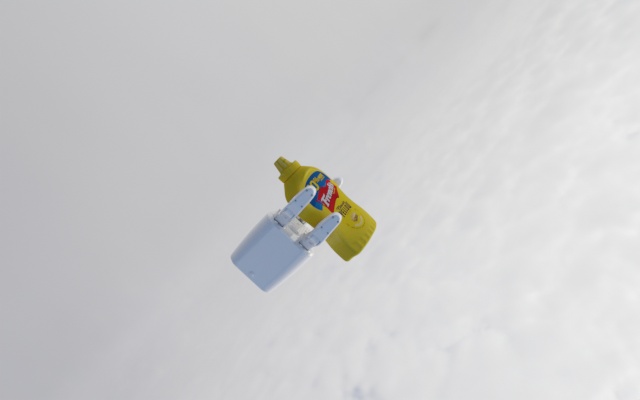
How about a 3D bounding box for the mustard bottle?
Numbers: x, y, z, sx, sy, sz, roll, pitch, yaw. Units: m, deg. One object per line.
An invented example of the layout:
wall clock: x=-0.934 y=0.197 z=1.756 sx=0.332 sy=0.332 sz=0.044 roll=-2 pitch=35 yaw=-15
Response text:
mustard bottle: x=0.001 y=0.002 z=0.760 sx=0.058 sy=0.191 sz=0.096 roll=-42 pitch=6 yaw=42
